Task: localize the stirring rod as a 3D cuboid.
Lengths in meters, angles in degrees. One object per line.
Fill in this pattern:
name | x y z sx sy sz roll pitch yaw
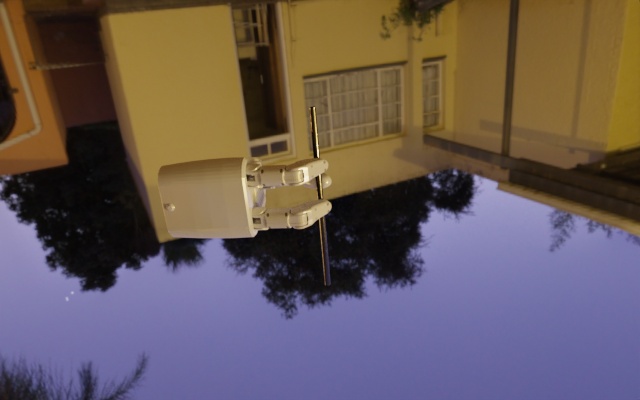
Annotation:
stirring rod | 0.000 0.002 0.606 0.011 0.240 0.011 -4 21 2
